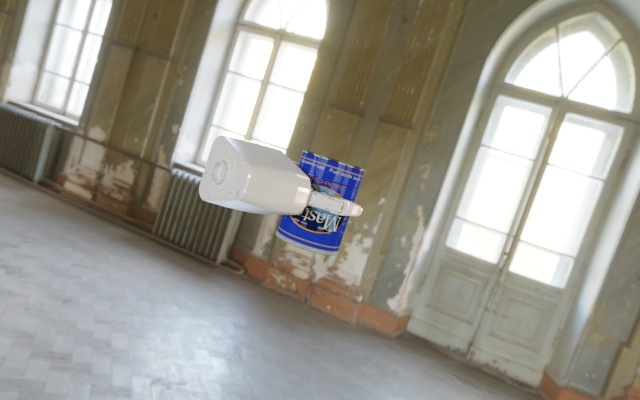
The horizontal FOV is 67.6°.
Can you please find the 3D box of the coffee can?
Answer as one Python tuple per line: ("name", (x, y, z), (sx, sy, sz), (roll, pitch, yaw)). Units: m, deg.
("coffee can", (0.000, 0.003, 0.744), (0.103, 0.140, 0.103), (18, 5, -2))
